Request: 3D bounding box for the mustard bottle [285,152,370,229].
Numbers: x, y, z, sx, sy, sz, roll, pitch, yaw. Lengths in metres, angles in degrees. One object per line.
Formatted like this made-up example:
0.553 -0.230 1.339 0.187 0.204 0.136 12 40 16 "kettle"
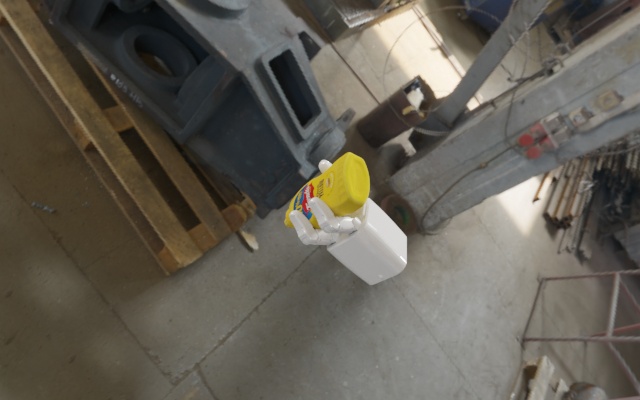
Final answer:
0.000 0.002 0.808 0.058 0.096 0.192 22 -38 -31 "mustard bottle"
